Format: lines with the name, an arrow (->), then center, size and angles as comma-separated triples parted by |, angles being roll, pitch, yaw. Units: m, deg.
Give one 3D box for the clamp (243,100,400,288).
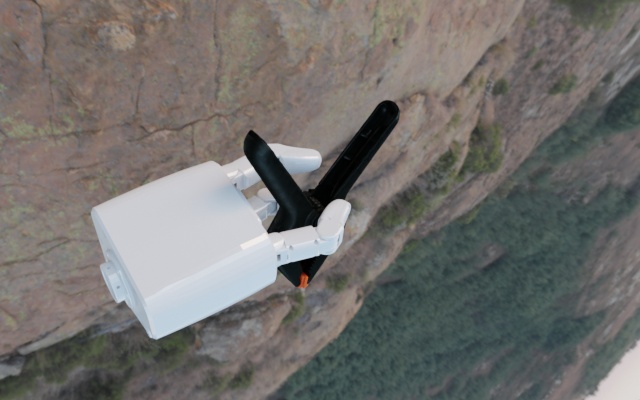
clamp -> 0.000, 0.002, 0.460 | 0.164, 0.210, 0.036 | -24, 50, -30
